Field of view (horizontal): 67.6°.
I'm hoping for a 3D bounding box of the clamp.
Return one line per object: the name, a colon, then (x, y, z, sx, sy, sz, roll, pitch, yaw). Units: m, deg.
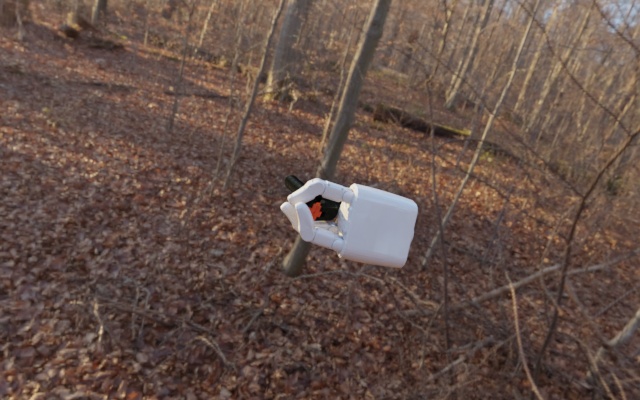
clamp: (0.000, 0.002, 0.813, 0.120, 0.039, 0.171, 14, 17, -12)
